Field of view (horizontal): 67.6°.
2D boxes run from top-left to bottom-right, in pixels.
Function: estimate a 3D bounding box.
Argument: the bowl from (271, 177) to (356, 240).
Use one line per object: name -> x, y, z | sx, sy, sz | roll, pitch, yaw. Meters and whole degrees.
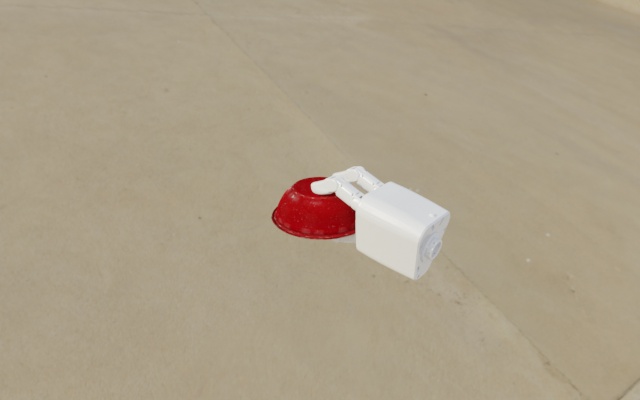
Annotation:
bowl -> -0.001, 0.002, 0.782 | 0.162, 0.055, 0.162 | 1, 24, 0
